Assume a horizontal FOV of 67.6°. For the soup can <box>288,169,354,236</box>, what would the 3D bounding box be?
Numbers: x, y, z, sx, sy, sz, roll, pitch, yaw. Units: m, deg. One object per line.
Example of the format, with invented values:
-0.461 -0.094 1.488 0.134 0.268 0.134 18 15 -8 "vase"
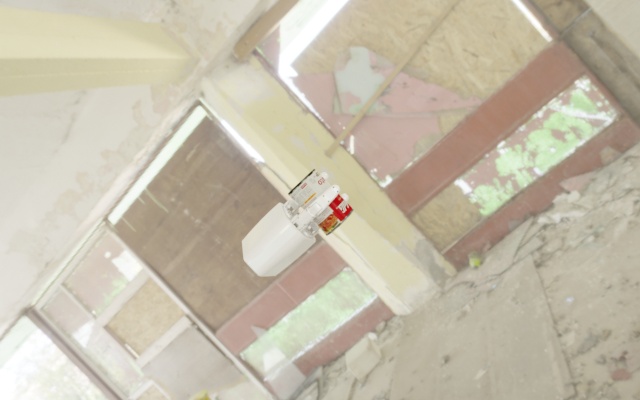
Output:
0.000 0.002 0.844 0.068 0.102 0.068 -43 3 2 "soup can"
